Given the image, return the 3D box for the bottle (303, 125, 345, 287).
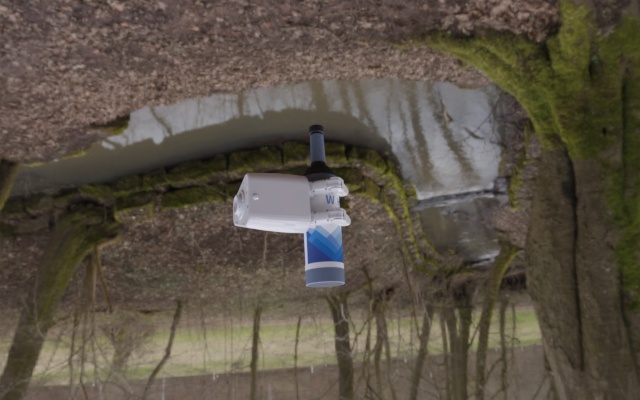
[{"bbox_3d":[0.000,0.003,0.854,0.069,0.295,0.069,-3,-17,-1],"label":"bottle"}]
